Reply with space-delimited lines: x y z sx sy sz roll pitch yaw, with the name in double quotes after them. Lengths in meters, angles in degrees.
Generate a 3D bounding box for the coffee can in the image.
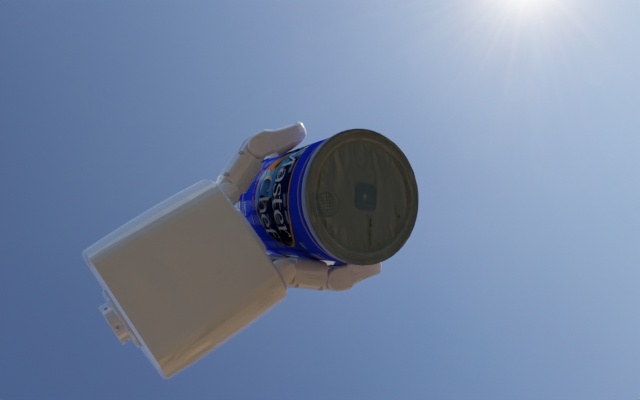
0.000 0.001 0.415 0.103 0.103 0.140 0 -4 -29 "coffee can"
